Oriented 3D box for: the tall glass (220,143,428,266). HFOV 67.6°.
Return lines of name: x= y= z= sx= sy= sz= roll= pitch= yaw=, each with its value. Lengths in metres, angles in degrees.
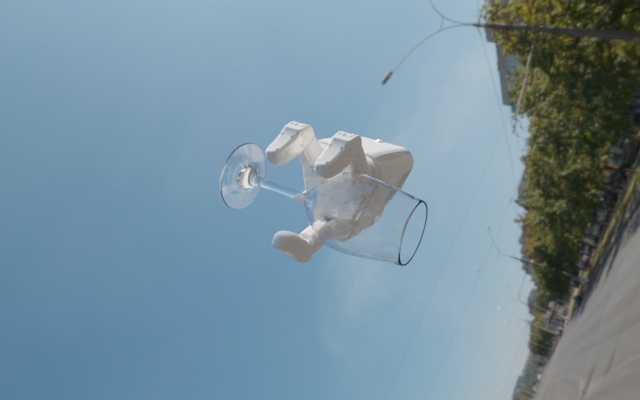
tall glass: x=-0.001 y=0.001 z=0.472 sx=0.201 sy=0.079 sz=0.079 roll=19 pitch=9 yaw=28
